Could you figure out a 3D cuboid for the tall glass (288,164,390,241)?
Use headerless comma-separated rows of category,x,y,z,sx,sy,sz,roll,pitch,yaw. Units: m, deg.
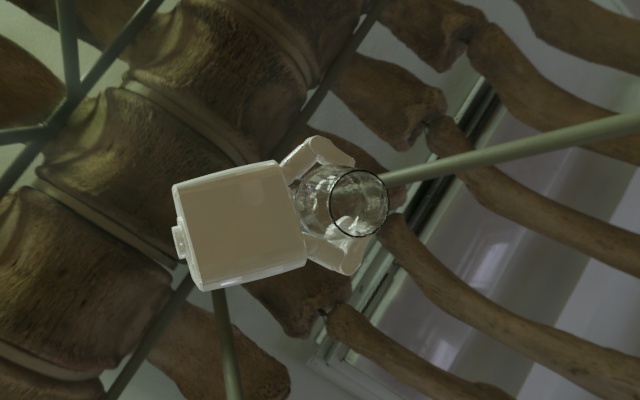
tall glass,0.000,0.002,0.521,0.079,0.079,0.201,0,1,-21
